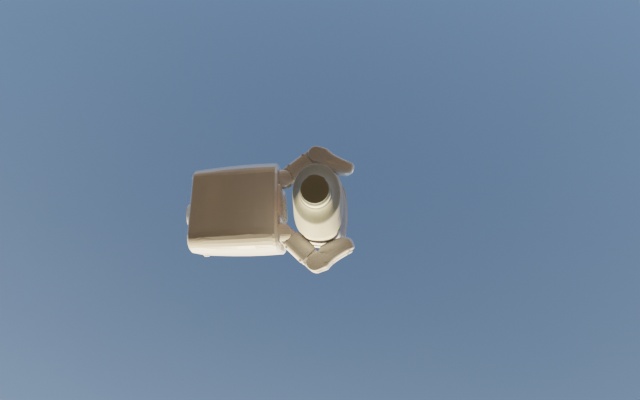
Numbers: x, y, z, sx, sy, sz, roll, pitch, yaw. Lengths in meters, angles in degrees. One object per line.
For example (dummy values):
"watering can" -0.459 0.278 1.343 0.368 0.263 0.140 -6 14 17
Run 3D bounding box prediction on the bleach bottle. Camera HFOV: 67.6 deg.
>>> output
"bleach bottle" 0.000 0.002 0.580 0.068 0.102 0.251 -2 -10 2
